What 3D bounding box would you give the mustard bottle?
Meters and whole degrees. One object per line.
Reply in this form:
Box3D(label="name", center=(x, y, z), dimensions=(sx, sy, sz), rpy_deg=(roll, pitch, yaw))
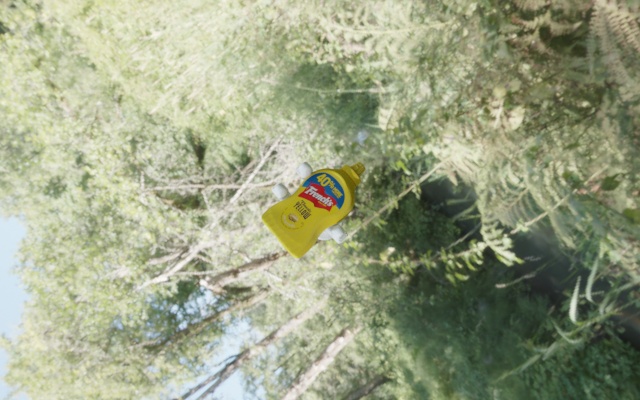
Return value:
Box3D(label="mustard bottle", center=(0.000, 0.003, 0.807), dimensions=(0.191, 0.096, 0.058), rpy_deg=(-41, -23, -6))
